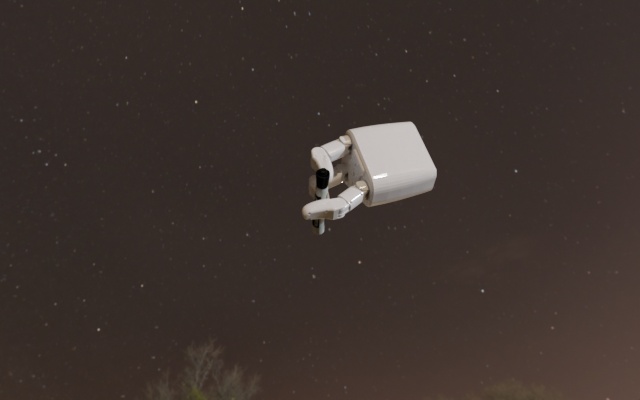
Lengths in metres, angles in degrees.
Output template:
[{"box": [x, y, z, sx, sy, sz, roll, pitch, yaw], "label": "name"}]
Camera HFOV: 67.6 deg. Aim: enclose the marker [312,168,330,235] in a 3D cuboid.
[{"box": [0.000, 0.002, 0.660, 0.020, 0.020, 0.121, 0, -44, -5], "label": "marker"}]
